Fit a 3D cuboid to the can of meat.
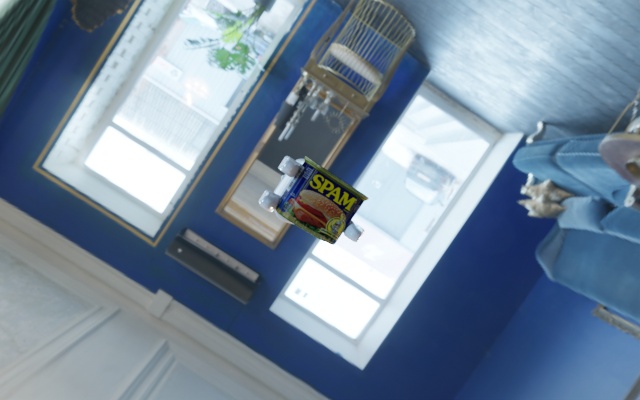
[{"bbox_3d":[0.000,0.002,0.656,0.102,0.084,0.057,33,4,-17],"label":"can of meat"}]
